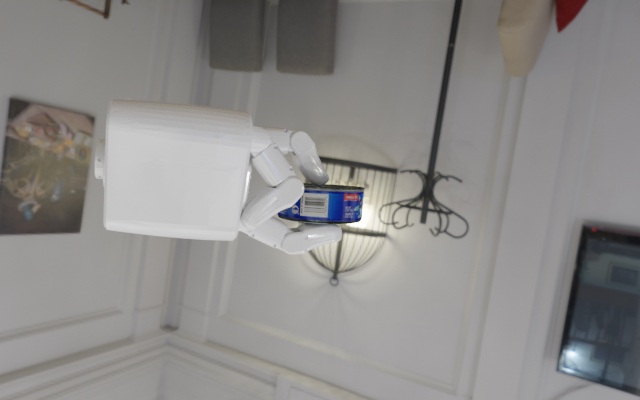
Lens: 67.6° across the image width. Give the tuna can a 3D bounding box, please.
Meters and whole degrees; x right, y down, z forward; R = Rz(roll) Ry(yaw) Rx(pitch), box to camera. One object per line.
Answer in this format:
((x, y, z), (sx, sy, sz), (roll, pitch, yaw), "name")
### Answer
((0.000, 0.002, 0.471), (0.086, 0.034, 0.086), (3, 4, 0), "tuna can")
